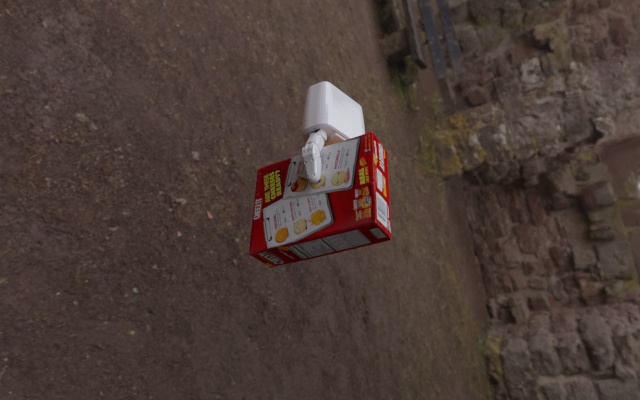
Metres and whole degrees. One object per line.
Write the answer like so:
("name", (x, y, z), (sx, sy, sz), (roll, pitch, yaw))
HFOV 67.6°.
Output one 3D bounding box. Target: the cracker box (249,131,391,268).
("cracker box", (0.000, 0.002, 0.746), (0.214, 0.164, 0.072), (-16, -37, 25))
